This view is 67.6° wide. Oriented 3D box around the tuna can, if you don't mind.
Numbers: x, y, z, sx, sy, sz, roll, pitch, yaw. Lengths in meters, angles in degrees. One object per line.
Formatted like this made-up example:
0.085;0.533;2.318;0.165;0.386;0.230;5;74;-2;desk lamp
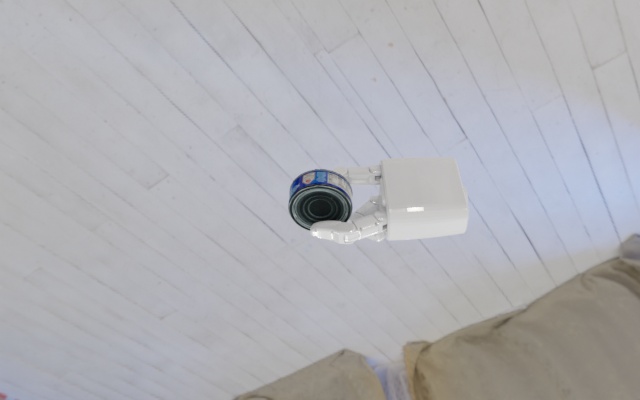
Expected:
0.000;0.002;0.633;0.086;0.086;0.033;0;41;2;tuna can
